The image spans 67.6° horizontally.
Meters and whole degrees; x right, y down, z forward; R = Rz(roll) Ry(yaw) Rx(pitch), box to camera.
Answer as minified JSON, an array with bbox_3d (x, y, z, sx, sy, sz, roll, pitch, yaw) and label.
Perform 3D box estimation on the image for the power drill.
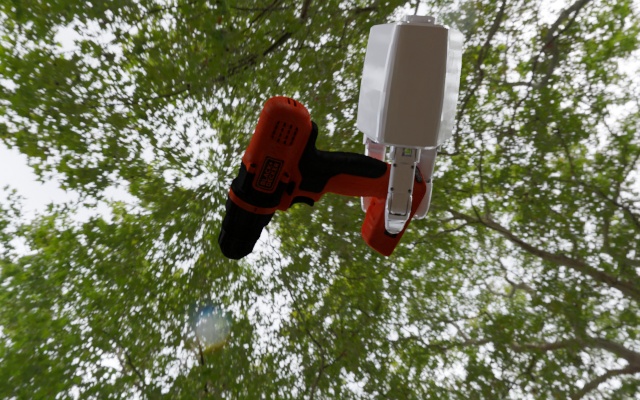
[{"bbox_3d":[0.001,0.001,0.498,0.188,0.184,0.057,15,29,-20],"label":"power drill"}]
